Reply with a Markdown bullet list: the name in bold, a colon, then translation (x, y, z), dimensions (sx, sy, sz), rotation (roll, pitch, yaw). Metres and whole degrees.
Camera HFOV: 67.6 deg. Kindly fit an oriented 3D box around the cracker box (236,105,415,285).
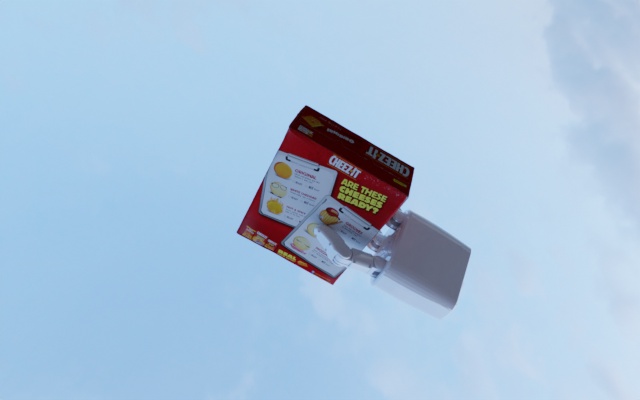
- **cracker box**: translation (0.000, 0.002, 0.645), dimensions (0.164, 0.214, 0.072), rotation (29, 42, -4)
